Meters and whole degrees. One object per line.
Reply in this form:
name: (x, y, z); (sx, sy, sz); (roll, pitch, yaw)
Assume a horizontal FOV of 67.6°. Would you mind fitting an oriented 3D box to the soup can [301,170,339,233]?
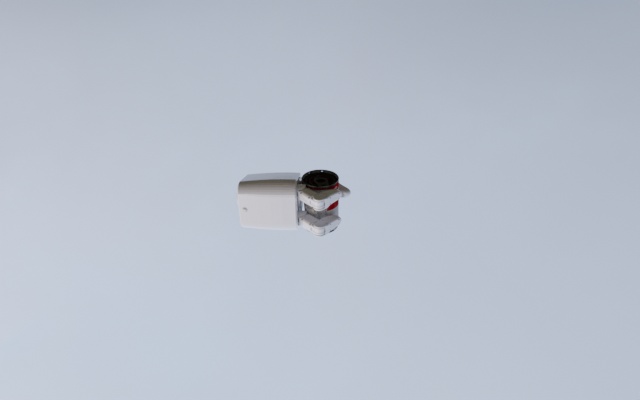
soup can: (0.001, 0.003, 0.886); (0.068, 0.102, 0.068); (-1, 30, 0)
